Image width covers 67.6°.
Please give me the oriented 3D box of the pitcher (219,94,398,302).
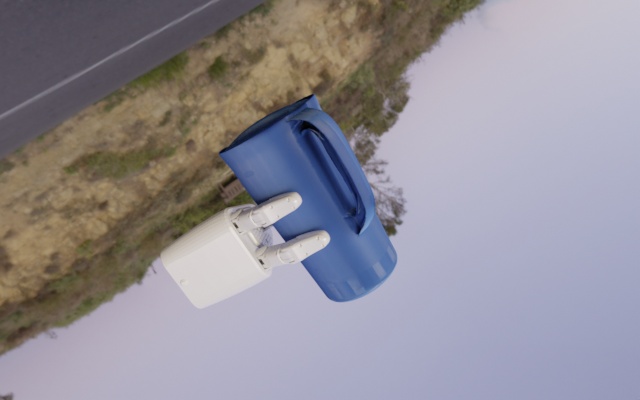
[{"bbox_3d":[0.000,0.002,0.582,0.145,0.243,0.149,-29,15,12],"label":"pitcher"}]
